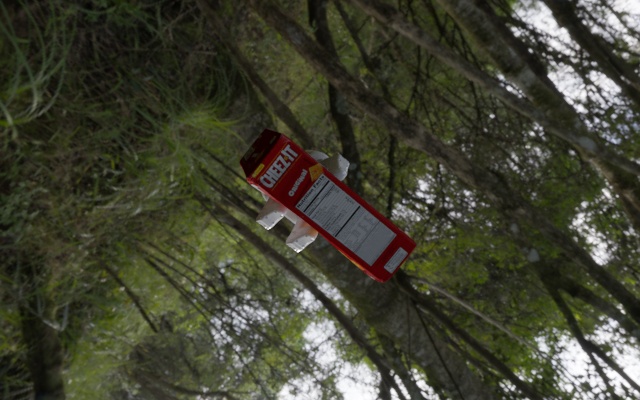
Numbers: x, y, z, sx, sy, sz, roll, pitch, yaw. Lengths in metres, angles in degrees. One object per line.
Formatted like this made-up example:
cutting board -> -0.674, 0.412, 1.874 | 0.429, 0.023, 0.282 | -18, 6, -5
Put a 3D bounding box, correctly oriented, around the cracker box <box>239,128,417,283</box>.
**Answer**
cracker box -> 0.000, 0.002, 0.617 | 0.214, 0.072, 0.164 | 38, 0, -16
